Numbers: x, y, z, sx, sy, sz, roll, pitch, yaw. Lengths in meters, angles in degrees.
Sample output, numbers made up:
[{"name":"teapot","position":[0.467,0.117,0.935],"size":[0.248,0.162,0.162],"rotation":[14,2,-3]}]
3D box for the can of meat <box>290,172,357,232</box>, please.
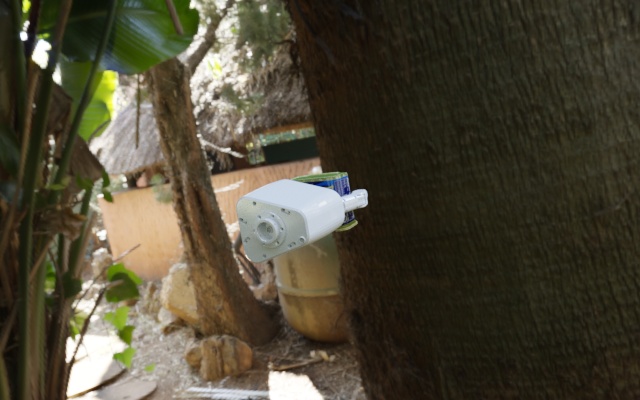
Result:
[{"name":"can of meat","position":[0.000,0.002,0.748],"size":[0.102,0.084,0.057],"rotation":[-4,11,31]}]
